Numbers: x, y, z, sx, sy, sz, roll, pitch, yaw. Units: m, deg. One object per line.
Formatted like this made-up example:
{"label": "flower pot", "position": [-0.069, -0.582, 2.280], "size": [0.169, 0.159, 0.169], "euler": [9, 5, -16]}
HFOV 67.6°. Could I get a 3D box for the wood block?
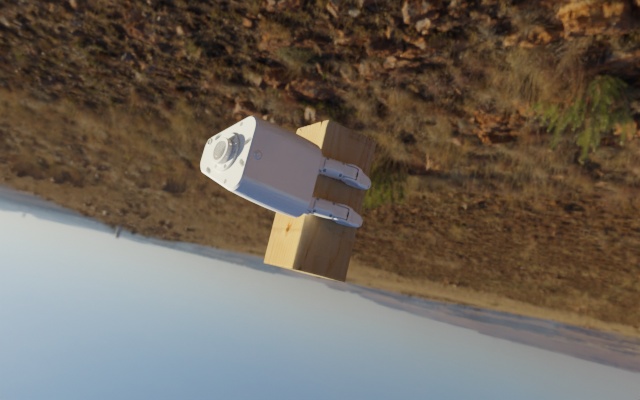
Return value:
{"label": "wood block", "position": [0.000, 0.002, 0.685], "size": [0.090, 0.206, 0.091], "euler": [20, -11, -31]}
